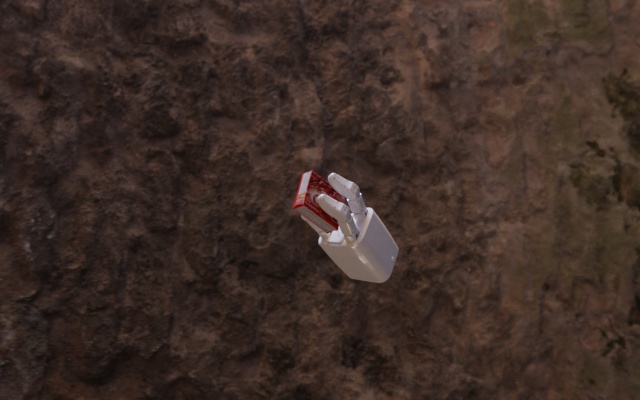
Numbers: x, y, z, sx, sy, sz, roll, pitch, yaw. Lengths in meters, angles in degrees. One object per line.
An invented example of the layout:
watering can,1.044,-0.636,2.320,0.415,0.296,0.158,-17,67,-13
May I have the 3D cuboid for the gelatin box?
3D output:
gelatin box,0.000,0.003,0.815,0.030,0.073,0.089,-20,-46,41
